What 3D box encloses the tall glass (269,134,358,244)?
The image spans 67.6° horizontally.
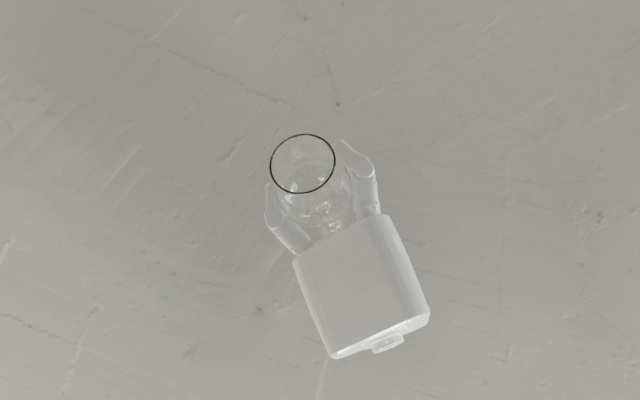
[{"bbox_3d":[0.000,0.002,0.524,0.079,0.079,0.201,0,-21,11],"label":"tall glass"}]
